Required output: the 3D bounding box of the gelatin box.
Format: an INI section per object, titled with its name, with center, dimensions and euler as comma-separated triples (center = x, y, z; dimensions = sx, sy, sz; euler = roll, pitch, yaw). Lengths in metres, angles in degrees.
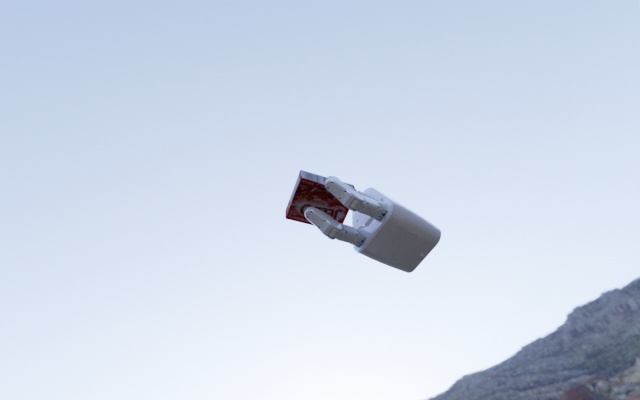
[gelatin box]
center = 0.000, 0.002, 0.713
dimensions = 0.089, 0.073, 0.030
euler = 15, 28, -14
